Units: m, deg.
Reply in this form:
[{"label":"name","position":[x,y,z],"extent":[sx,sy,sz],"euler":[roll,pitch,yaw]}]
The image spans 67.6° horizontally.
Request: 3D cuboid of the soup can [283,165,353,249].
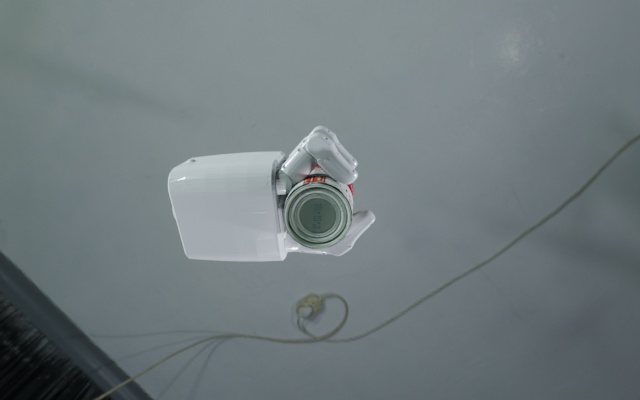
[{"label":"soup can","position":[0.001,0.002,0.494],"extent":[0.068,0.068,0.102],"euler":[0,16,4]}]
